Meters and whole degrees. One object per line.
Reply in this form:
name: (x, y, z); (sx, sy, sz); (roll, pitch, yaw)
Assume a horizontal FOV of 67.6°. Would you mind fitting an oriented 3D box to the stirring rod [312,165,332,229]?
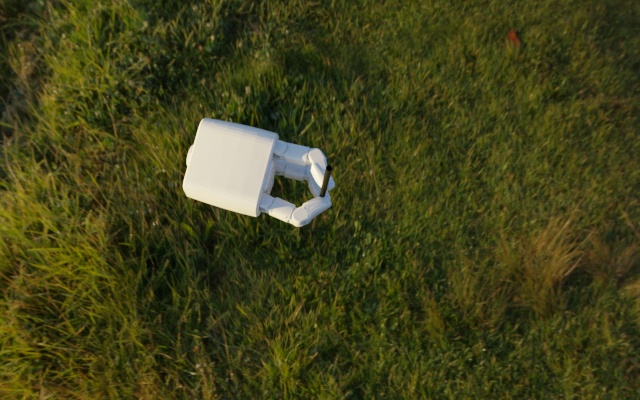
stirring rod: (0.000, 0.002, 0.684); (0.011, 0.011, 0.240); (0, -20, -5)
